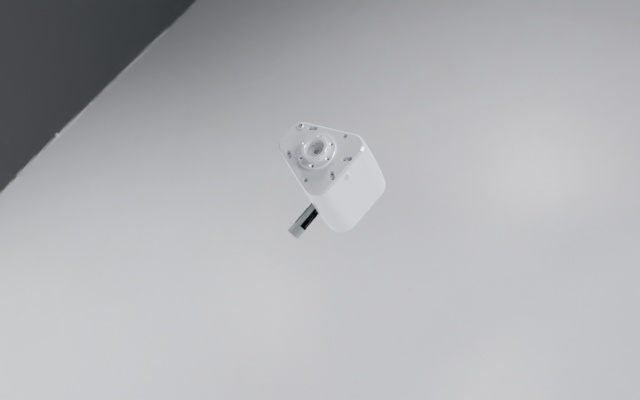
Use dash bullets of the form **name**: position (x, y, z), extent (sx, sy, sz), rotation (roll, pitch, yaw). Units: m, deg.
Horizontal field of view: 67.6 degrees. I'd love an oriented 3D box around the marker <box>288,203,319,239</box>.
- **marker**: position (0.000, 0.002, 0.669), extent (0.020, 0.121, 0.020), rotation (40, -8, 7)
